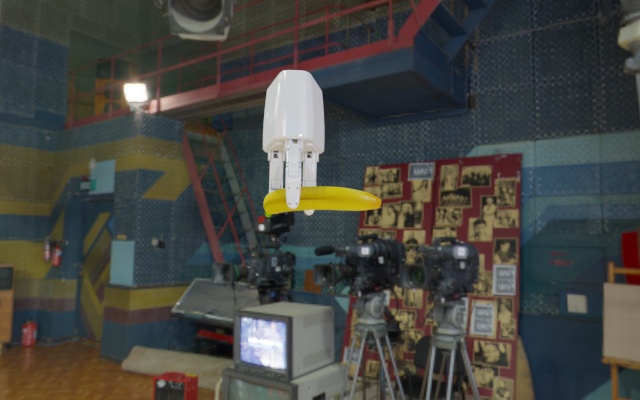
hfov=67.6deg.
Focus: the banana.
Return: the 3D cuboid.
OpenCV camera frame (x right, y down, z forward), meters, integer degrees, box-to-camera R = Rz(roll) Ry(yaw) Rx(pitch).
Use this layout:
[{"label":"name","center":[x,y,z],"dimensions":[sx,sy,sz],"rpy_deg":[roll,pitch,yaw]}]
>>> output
[{"label":"banana","center":[-0.010,0.000,0.729],"dimensions":[0.198,0.037,0.069],"rpy_deg":[-3,-11,21]}]
